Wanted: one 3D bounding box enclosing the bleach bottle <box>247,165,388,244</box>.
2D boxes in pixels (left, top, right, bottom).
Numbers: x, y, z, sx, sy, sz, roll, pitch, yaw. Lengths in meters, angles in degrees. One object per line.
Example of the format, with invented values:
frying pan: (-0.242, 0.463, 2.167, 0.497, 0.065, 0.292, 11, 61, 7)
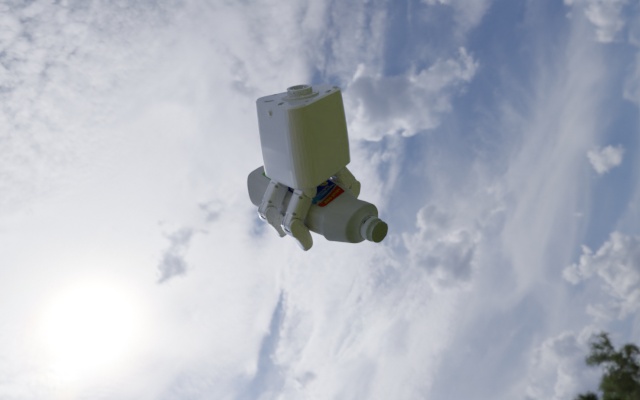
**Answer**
bleach bottle: (0.000, 0.002, 0.674, 0.102, 0.068, 0.250, -24, 30, -33)
